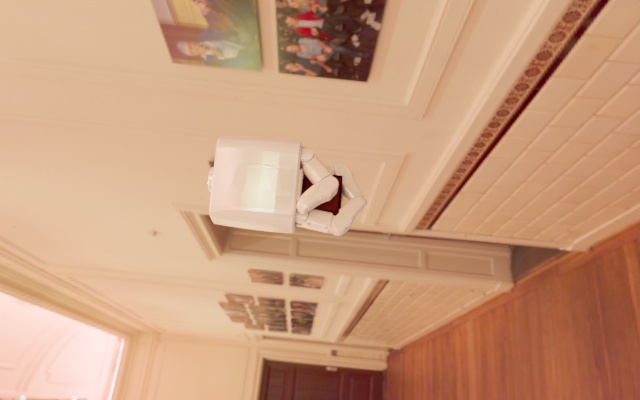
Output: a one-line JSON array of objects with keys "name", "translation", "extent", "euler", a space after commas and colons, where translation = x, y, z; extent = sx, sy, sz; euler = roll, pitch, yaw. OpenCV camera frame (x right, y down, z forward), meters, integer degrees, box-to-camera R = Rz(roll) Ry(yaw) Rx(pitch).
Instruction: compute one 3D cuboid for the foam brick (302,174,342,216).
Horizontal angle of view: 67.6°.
[{"name": "foam brick", "translation": [0.000, 0.002, 0.644], "extent": [0.051, 0.053, 0.078], "euler": [4, -22, -1]}]
